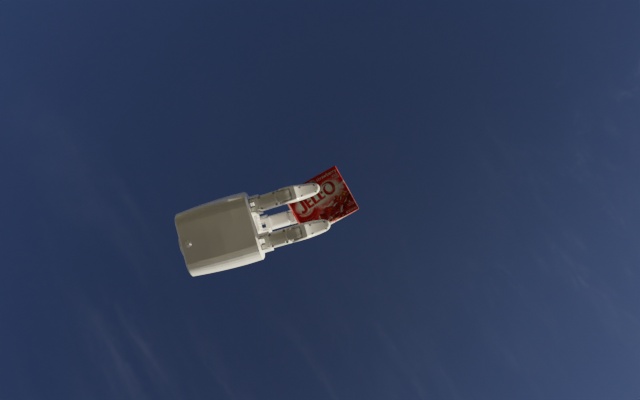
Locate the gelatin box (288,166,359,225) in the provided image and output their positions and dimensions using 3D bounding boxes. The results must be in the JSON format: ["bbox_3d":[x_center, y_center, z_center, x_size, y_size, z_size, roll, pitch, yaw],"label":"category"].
[{"bbox_3d":[0.000,0.002,0.703,0.089,0.073,0.030,-29,-2,-8],"label":"gelatin box"}]
